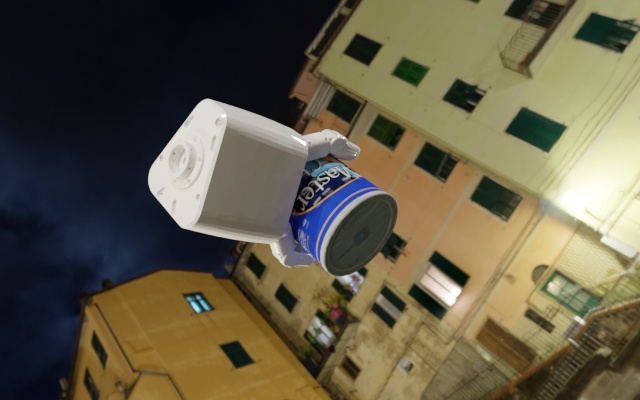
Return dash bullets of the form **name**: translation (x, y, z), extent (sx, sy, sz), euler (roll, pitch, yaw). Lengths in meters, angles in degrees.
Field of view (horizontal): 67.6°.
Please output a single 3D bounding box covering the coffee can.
- **coffee can**: translation (0.000, 0.002, 0.532), extent (0.103, 0.103, 0.140), euler (0, 31, -47)
